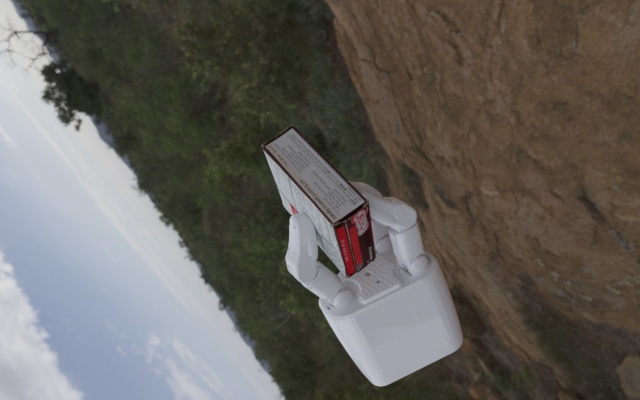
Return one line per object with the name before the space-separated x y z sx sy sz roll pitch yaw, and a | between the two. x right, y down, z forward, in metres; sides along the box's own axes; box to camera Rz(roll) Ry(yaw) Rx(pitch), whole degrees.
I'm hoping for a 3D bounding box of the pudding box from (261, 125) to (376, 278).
pudding box | 0.000 0.001 0.417 0.039 0.113 0.090 -35 -34 -15
